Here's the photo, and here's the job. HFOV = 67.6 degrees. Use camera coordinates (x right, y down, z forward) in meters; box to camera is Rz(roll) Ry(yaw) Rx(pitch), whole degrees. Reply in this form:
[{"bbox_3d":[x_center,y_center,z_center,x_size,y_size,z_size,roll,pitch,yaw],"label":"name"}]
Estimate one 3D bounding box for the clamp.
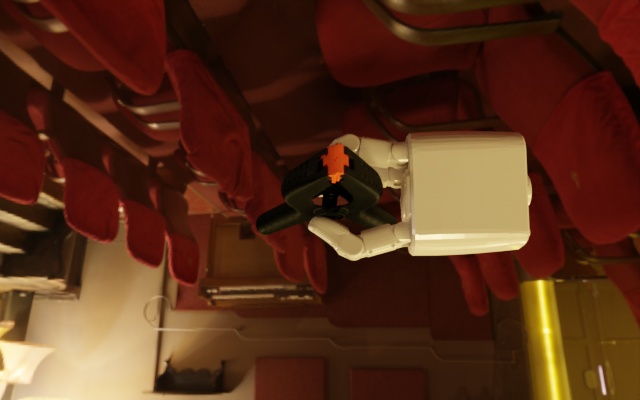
[{"bbox_3d":[0.000,0.002,0.478,0.164,0.036,0.210,-3,-19,5],"label":"clamp"}]
